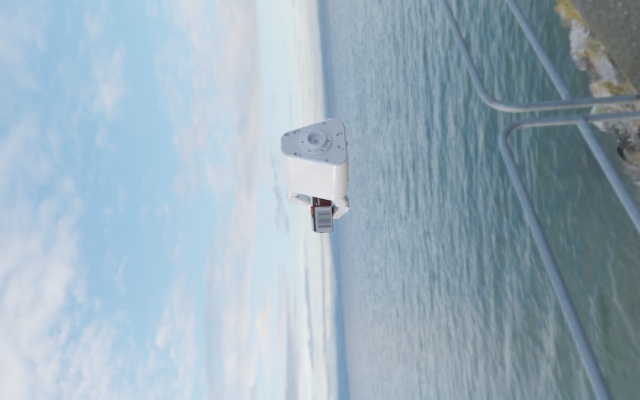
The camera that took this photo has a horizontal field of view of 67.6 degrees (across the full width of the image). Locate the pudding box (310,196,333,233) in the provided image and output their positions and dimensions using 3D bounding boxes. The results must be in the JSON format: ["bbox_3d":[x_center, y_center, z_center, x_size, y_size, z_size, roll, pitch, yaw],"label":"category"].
[{"bbox_3d":[0.000,0.003,0.899,0.039,0.113,0.090,-1,-1,-3],"label":"pudding box"}]
